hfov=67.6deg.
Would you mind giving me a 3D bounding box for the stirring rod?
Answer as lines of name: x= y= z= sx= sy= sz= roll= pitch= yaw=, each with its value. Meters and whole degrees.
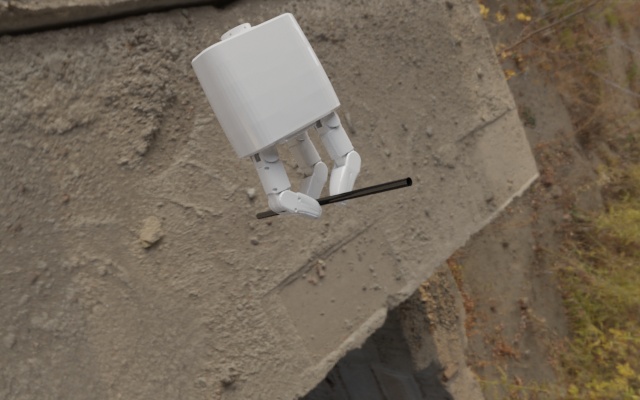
stirring rod: x=0.000 y=0.002 z=0.503 sx=0.011 sy=0.011 sz=0.239 roll=0 pitch=-9 yaw=-40
